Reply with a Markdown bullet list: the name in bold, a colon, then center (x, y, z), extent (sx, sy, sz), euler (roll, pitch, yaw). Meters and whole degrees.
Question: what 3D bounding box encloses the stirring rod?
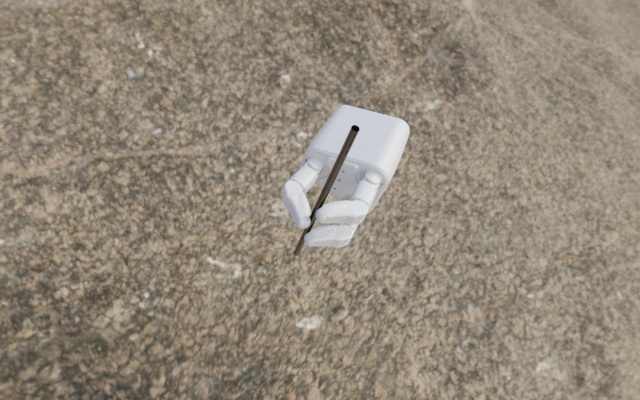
- **stirring rod**: center (0.000, 0.002, 0.523), extent (0.011, 0.011, 0.240), euler (0, -34, -18)
